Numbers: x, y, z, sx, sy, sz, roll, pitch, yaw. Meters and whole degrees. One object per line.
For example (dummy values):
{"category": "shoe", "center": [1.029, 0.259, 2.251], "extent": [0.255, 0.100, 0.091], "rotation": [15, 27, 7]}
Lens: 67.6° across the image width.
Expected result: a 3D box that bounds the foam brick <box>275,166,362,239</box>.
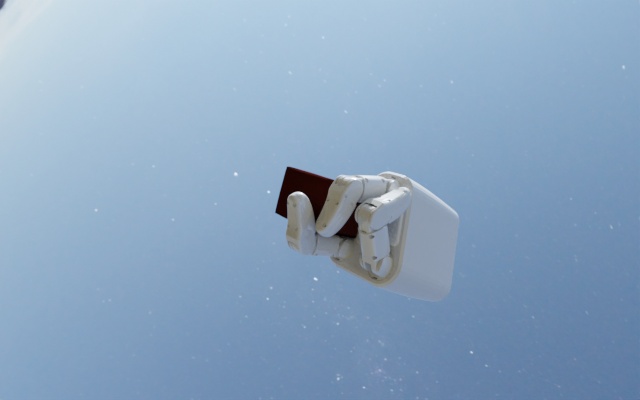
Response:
{"category": "foam brick", "center": [0.000, 0.001, 0.488], "extent": [0.051, 0.053, 0.078], "rotation": [13, 5, -42]}
